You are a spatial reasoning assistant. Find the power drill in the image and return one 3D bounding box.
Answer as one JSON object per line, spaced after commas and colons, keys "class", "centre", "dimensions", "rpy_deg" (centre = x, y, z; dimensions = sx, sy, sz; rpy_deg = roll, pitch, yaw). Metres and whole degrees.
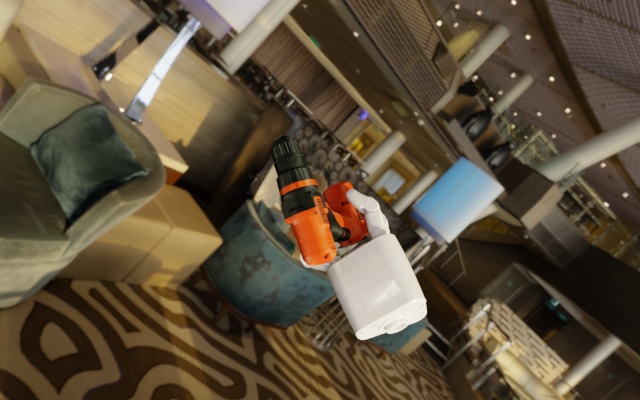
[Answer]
{"class": "power drill", "centre": [0.000, 0.003, 0.706], "dimensions": [0.057, 0.184, 0.187], "rpy_deg": [-21, -11, 22]}
